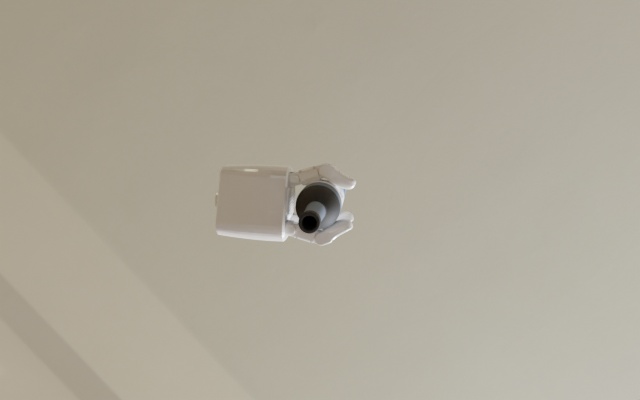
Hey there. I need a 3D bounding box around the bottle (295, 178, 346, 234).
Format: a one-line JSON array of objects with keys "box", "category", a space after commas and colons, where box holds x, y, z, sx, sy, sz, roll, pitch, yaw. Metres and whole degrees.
[{"box": [0.000, 0.002, 0.728, 0.069, 0.069, 0.295, 0, 10, 6], "category": "bottle"}]
